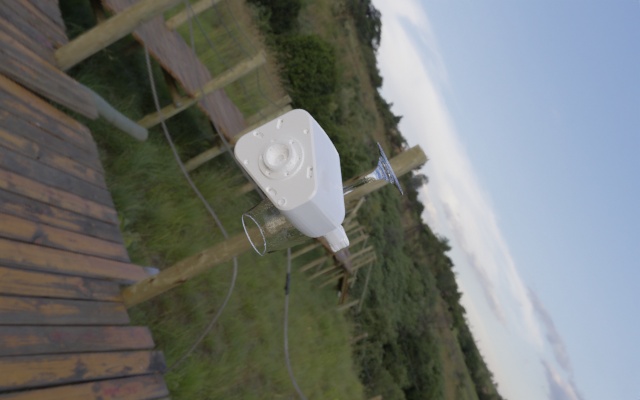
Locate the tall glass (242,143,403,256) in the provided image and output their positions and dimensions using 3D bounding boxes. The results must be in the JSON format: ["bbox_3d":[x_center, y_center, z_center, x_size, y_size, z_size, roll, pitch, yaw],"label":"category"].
[{"bbox_3d":[0.001,0.002,0.622,0.201,0.079,0.079,-26,-4,7],"label":"tall glass"}]
